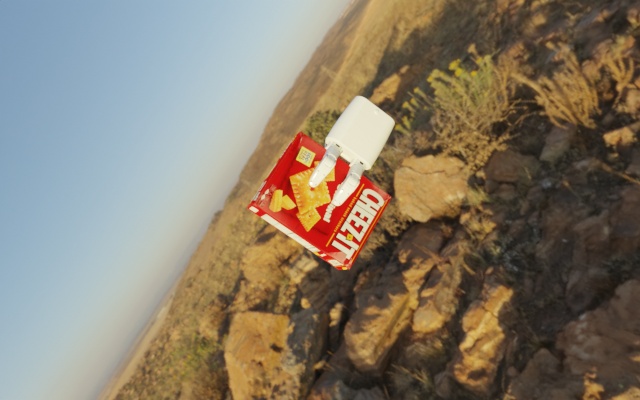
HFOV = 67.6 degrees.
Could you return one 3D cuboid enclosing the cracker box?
[{"bbox_3d":[0.000,0.003,0.880,0.214,0.164,0.072,35,-15,-10],"label":"cracker box"}]
